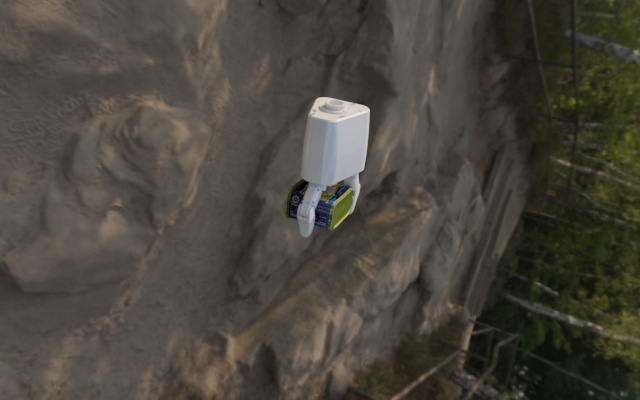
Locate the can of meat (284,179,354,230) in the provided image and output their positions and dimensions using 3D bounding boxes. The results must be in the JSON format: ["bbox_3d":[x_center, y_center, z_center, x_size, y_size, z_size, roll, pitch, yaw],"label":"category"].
[{"bbox_3d":[0.000,0.003,0.801,0.084,0.057,0.102,17,28,20],"label":"can of meat"}]
